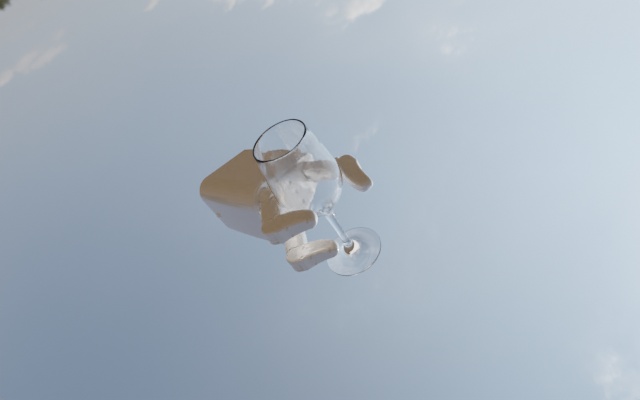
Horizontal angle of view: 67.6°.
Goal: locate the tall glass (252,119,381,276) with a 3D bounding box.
[{"bbox_3d":[0.001,0.002,0.544,0.079,0.079,0.201,0,-39,33],"label":"tall glass"}]
